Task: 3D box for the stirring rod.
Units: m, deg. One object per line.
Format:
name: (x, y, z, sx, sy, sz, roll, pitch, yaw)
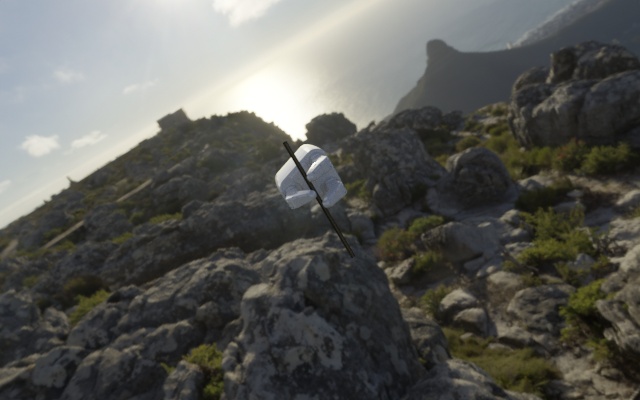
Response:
stirring rod: (0.000, 0.003, 0.822, 0.011, 0.239, 0.011, -28, 18, 10)
